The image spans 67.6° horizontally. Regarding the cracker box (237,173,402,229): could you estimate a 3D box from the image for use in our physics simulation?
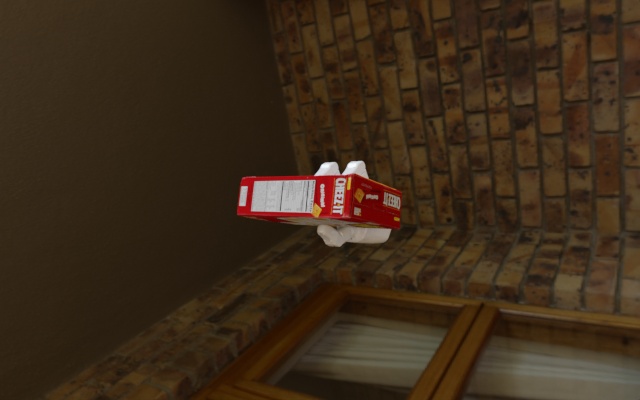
[{"bbox_3d":[0.000,0.003,0.773,0.213,0.072,0.164,0,-8,34],"label":"cracker box"}]
